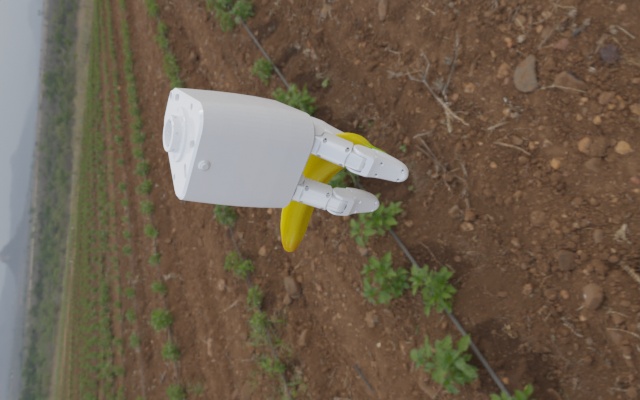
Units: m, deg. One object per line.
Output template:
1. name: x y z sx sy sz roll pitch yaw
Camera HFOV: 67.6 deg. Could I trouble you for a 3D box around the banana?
1. banana: -0.004 -0.016 0.538 0.037 0.069 0.198 2 -34 -36
